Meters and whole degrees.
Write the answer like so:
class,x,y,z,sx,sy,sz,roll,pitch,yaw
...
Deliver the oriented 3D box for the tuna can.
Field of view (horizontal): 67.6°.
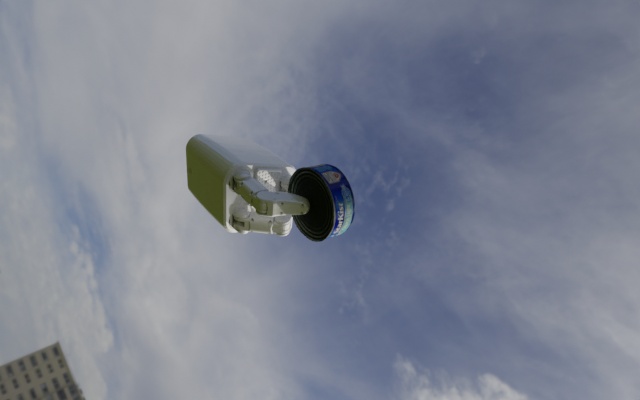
class,x,y,z,sx,sy,sz,roll,pitch,yaw
tuna can,0.001,0.002,0.546,0.034,0.086,0.086,-15,9,-36
